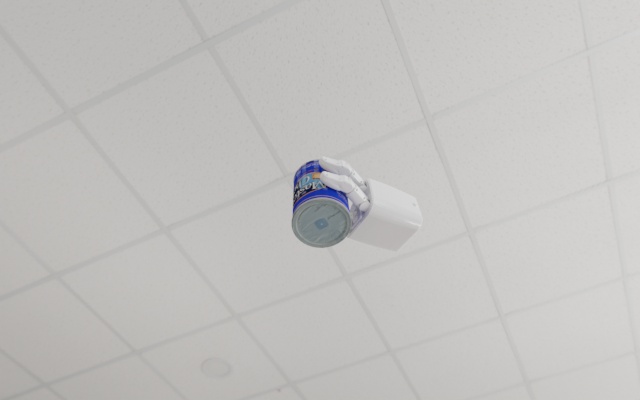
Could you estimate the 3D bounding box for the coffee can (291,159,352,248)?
[{"bbox_3d":[0.000,0.003,0.867,0.103,0.103,0.140,0,33,-2],"label":"coffee can"}]
